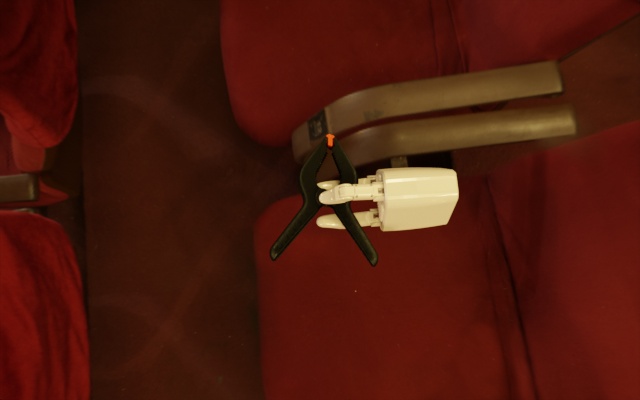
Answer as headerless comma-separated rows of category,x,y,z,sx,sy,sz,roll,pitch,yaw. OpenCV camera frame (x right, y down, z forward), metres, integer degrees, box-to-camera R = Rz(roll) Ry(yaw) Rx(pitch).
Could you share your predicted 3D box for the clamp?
clamp,0.000,0.002,0.740,0.164,0.210,0.036,-3,-11,-2
